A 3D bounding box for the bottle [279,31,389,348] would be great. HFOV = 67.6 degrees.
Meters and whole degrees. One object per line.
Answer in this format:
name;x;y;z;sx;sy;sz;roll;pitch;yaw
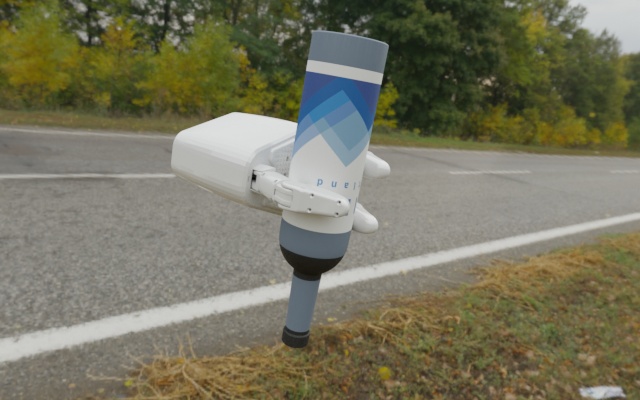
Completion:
bottle;0.000;0.001;0.445;0.069;0.296;0.069;10;14;-2
